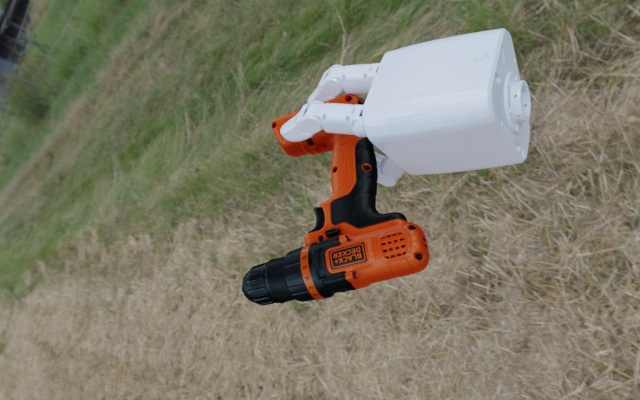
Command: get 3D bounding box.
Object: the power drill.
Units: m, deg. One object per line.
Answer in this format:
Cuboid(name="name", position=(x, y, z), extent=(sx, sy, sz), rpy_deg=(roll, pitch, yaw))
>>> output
Cuboid(name="power drill", position=(0.000, 0.001, 0.470), extent=(0.184, 0.187, 0.057), rpy_deg=(-16, -22, 17))
